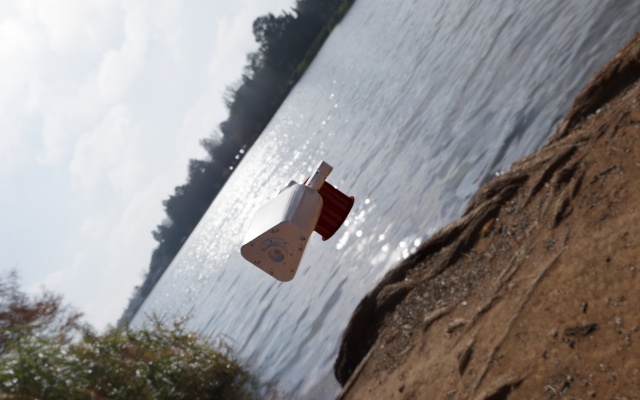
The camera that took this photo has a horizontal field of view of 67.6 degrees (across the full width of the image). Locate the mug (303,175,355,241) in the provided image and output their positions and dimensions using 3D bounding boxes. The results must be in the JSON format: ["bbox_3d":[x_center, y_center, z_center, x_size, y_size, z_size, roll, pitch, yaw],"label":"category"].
[{"bbox_3d":[0.000,0.002,0.822,0.081,0.093,0.117,35,30,-10],"label":"mug"}]
